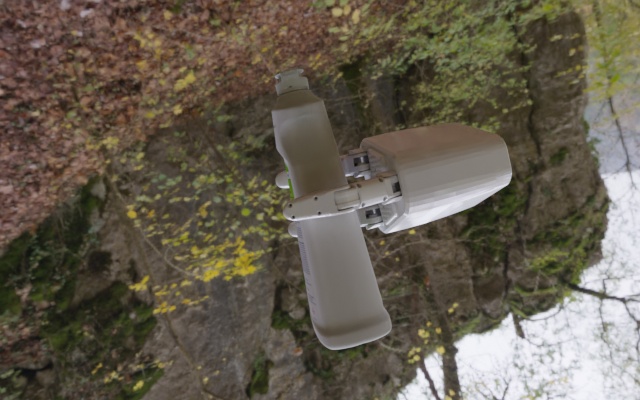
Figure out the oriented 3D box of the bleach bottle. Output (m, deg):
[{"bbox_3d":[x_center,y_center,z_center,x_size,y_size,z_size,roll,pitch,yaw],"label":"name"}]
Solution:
[{"bbox_3d":[0.000,0.002,0.451,0.068,0.251,0.102,-14,4,-10],"label":"bleach bottle"}]
